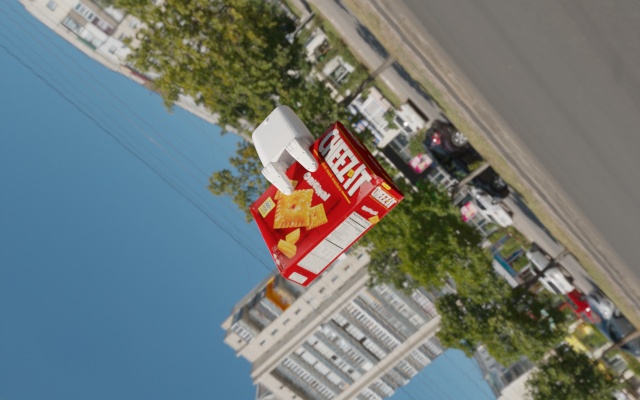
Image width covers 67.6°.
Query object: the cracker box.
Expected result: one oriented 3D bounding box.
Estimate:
[{"bbox_3d":[0.000,0.003,0.755,0.072,0.214,0.164,32,19,-45],"label":"cracker box"}]
